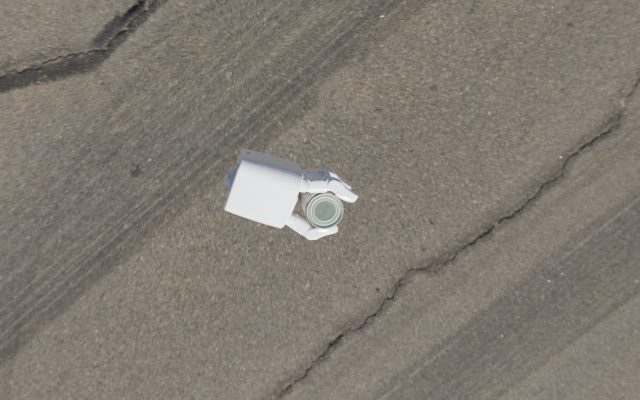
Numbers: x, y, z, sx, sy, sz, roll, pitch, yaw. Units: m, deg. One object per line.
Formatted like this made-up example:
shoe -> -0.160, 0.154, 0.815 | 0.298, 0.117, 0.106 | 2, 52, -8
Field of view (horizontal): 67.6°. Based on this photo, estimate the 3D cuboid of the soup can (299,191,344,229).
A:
soup can -> 0.001, 0.003, 0.855 | 0.068, 0.068, 0.102 | 0, 18, -9
